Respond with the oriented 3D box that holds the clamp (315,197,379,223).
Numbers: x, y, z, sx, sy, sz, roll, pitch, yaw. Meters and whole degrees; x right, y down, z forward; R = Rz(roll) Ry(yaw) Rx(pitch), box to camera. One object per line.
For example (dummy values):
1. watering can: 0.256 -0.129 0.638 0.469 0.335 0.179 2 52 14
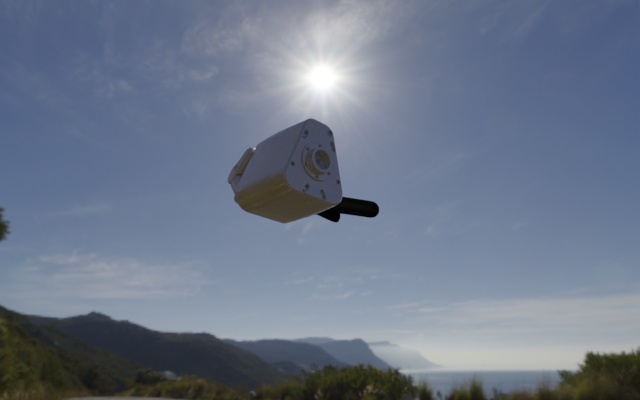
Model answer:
1. clamp: 0.000 0.002 0.717 0.171 0.039 0.120 15 -20 -38
